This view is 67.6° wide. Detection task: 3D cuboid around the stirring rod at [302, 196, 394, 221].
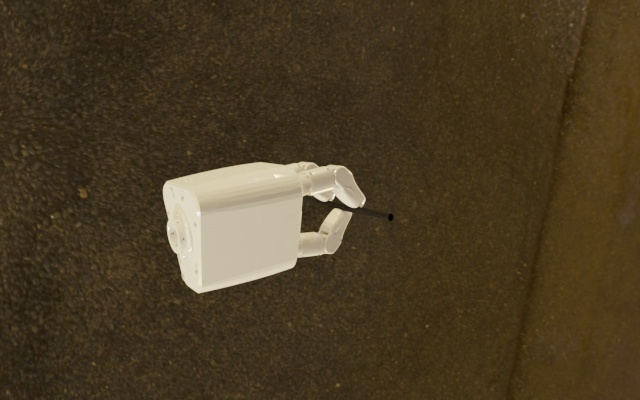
[{"bbox_3d":[0.000,0.002,0.573,0.011,0.011,0.239,0,7,-36],"label":"stirring rod"}]
